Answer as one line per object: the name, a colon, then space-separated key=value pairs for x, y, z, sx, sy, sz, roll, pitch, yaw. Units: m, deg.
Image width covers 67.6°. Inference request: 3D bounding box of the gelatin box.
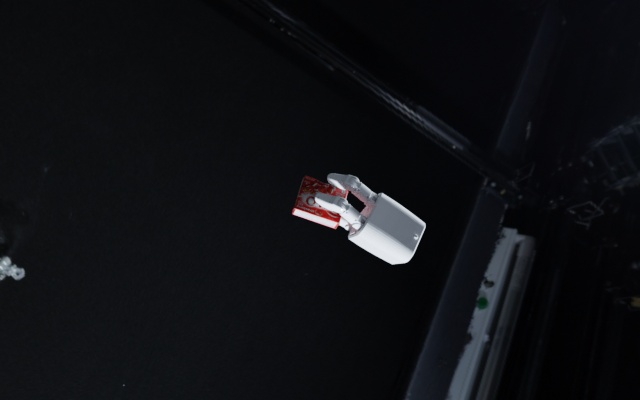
gelatin box: x=0.000 y=0.003 z=0.888 sx=0.089 sy=0.073 sz=0.030 roll=19 pitch=-28 yaw=-6
